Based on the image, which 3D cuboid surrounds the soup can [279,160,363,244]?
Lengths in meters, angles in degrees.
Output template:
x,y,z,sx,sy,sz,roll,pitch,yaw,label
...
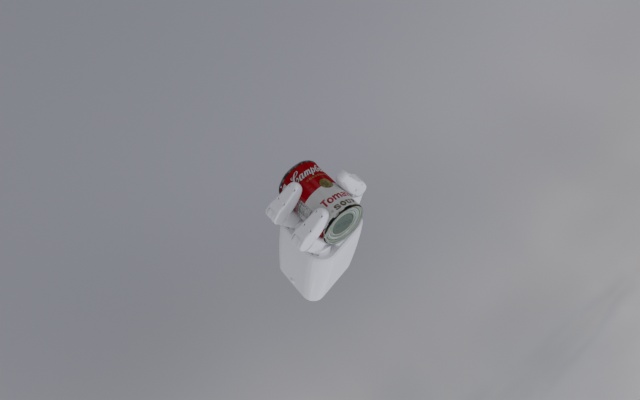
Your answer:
x,y,z,sx,sy,sz,roll,pitch,yaw,label
0.000,0.002,0.643,0.068,0.068,0.102,0,37,-51,soup can
